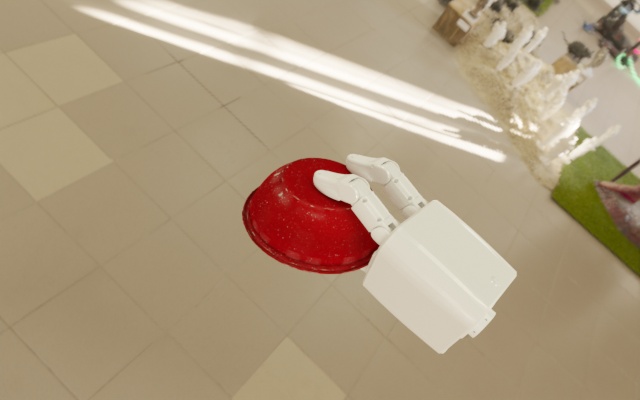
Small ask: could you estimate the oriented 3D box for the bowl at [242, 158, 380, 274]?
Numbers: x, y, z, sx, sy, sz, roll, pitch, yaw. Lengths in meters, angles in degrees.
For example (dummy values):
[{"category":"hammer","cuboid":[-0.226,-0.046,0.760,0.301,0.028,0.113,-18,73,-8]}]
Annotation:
[{"category":"bowl","cuboid":[-0.001,0.001,0.510,0.162,0.055,0.162,9,37,-6]}]
